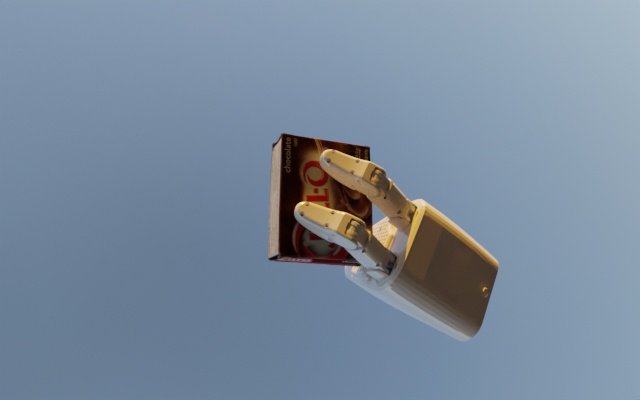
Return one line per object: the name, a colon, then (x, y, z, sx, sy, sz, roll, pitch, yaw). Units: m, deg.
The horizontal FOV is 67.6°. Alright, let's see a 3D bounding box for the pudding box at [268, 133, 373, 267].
pudding box: (0.000, 0.001, 0.438, 0.090, 0.113, 0.039, 6, -17, -24)
